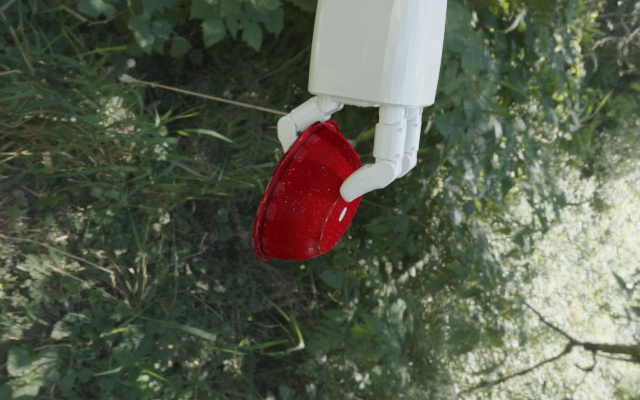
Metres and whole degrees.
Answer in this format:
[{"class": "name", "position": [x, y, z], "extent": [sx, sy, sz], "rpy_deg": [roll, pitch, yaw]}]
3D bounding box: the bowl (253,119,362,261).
[{"class": "bowl", "position": [0.000, 0.003, 0.489], "extent": [0.055, 0.162, 0.162], "rpy_deg": [27, 9, 17]}]
